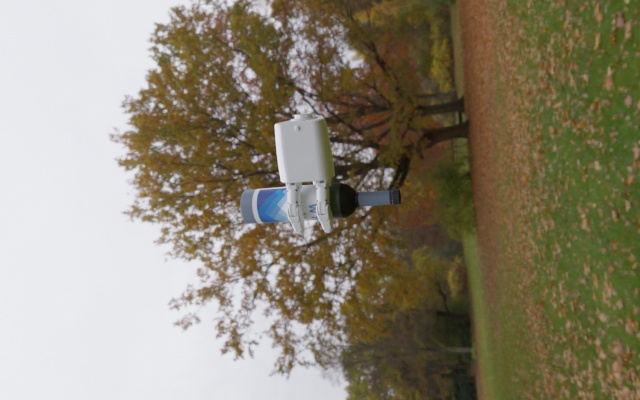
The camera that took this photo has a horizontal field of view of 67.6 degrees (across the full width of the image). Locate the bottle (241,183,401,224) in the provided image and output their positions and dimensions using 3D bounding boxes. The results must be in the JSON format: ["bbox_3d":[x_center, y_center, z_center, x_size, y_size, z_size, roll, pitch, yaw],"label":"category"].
[{"bbox_3d":[0.000,0.003,0.888,0.296,0.069,0.069,-4,-1,15],"label":"bottle"}]
